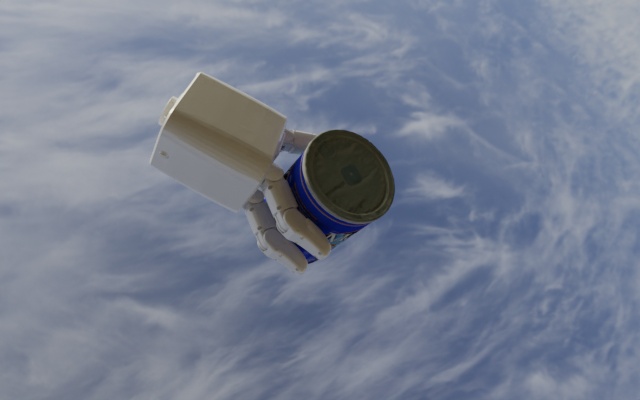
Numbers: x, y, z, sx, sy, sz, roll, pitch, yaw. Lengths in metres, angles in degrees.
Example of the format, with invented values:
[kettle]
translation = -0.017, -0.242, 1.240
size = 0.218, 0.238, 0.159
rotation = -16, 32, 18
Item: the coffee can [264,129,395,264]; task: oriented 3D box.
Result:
[coffee can]
translation = 0.000, 0.002, 0.525
size = 0.103, 0.102, 0.140
rotation = 0, -24, -29
